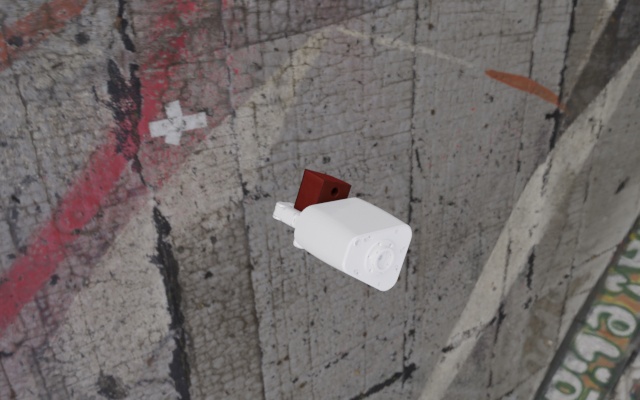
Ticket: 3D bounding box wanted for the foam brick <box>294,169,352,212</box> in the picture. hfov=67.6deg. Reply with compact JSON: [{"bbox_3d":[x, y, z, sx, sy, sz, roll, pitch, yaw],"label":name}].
[{"bbox_3d":[0.000,0.002,0.679,0.053,0.078,0.051,10,11,-38],"label":"foam brick"}]
